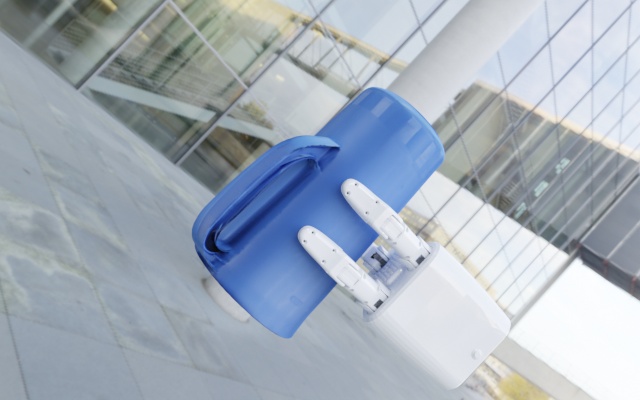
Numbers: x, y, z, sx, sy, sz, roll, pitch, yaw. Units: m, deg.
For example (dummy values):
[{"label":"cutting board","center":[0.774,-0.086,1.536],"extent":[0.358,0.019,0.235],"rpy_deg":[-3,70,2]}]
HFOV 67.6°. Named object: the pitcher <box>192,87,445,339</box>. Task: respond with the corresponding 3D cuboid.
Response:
[{"label":"pitcher","center":[0.000,0.002,0.468],"extent":[0.145,0.243,0.149],"rpy_deg":[44,-3,-5]}]
